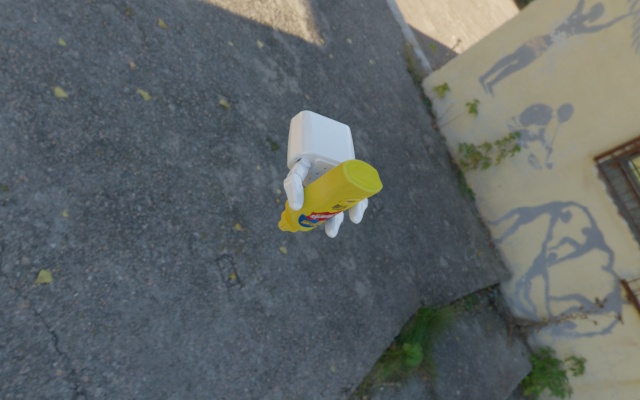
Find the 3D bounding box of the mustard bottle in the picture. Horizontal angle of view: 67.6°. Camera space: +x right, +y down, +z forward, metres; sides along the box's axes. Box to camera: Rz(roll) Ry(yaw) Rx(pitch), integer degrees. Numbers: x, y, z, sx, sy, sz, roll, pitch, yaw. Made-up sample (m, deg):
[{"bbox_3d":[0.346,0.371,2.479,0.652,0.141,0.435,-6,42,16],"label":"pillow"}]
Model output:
[{"bbox_3d":[0.000,0.003,0.777,0.192,0.058,0.096,-32,-22,34],"label":"mustard bottle"}]
